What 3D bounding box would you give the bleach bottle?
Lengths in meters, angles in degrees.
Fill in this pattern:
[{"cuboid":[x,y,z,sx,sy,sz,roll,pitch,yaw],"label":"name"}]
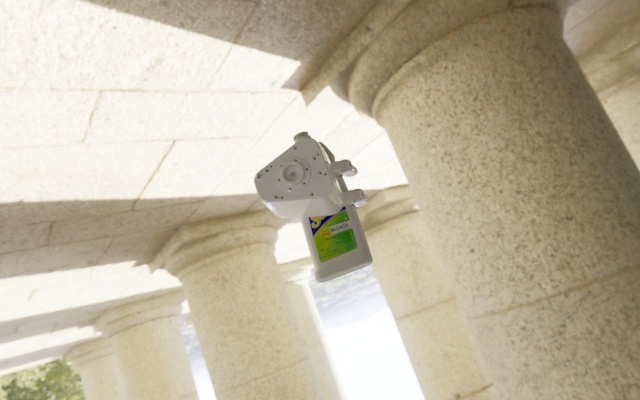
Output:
[{"cuboid":[0.000,0.003,0.802,0.102,0.250,0.068,-21,-15,3],"label":"bleach bottle"}]
